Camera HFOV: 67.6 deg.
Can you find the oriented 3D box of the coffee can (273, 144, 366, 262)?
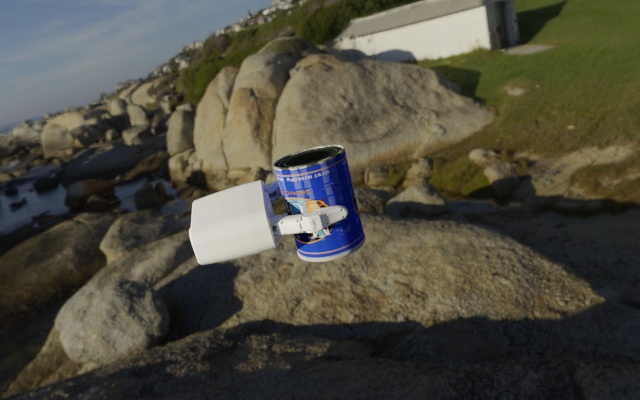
[{"bbox_3d":[0.000,0.002,0.682,0.103,0.140,0.102,-13,18,4],"label":"coffee can"}]
